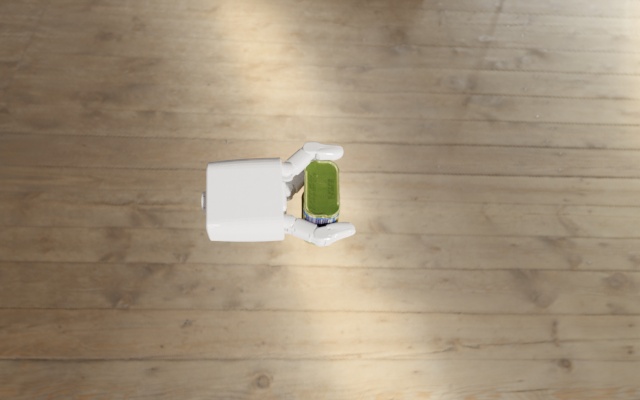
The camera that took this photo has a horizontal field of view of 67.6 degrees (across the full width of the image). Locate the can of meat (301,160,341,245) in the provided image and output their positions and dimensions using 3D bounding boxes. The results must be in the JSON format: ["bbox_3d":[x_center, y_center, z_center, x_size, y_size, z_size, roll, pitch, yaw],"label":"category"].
[{"bbox_3d":[0.000,0.002,0.710,0.057,0.102,0.084,1,-31,-3],"label":"can of meat"}]
